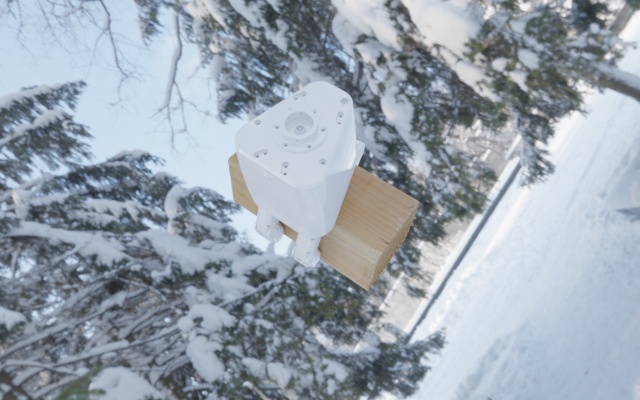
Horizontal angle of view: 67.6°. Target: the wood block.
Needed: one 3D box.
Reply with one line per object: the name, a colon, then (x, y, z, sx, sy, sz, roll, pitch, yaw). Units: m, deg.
wood block: (0.000, 0.001, 0.572, 0.206, 0.090, 0.090, 32, -31, 17)
